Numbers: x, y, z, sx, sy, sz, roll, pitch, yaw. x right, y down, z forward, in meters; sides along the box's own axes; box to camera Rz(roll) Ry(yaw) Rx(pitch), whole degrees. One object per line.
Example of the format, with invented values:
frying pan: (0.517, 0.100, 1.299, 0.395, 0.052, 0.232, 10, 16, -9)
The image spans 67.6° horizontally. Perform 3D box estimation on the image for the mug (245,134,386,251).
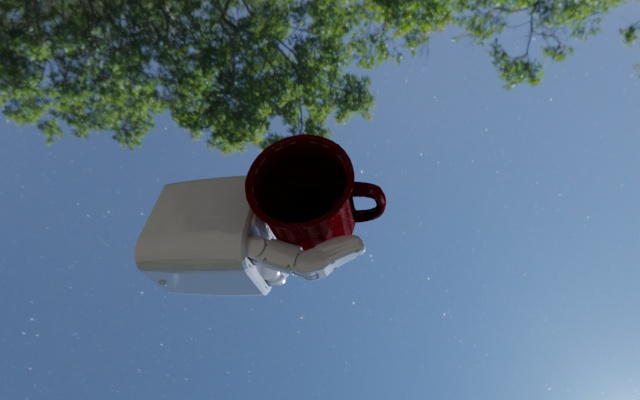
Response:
mug: (0.002, 0.001, 0.429, 0.117, 0.093, 0.081, -1, -30, 10)
